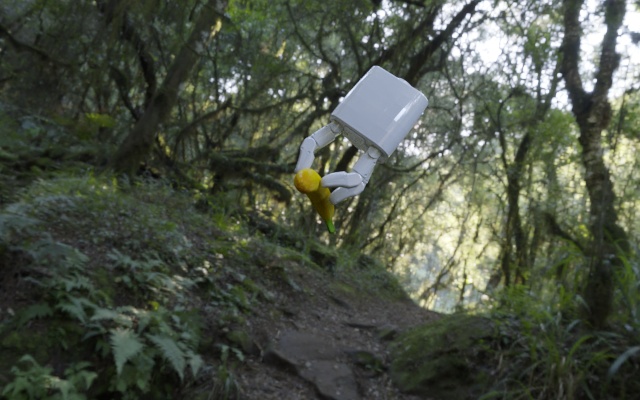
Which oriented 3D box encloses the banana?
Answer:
[{"bbox_3d":[-0.006,-0.011,0.740,0.037,0.069,0.198,-28,-26,4],"label":"banana"}]
